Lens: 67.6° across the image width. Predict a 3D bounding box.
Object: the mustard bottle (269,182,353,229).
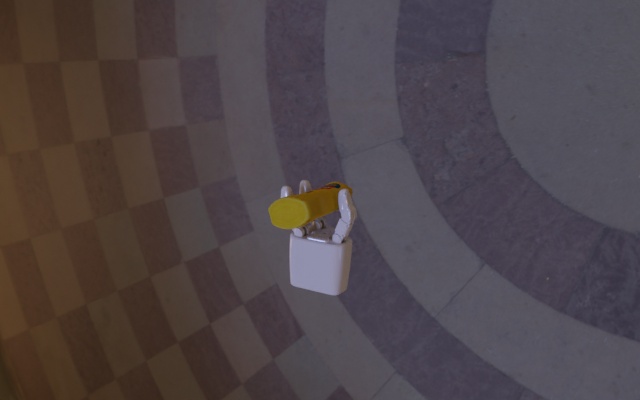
[{"bbox_3d":[0.000,0.003,0.897,0.096,0.058,0.191,-13,4,41],"label":"mustard bottle"}]
